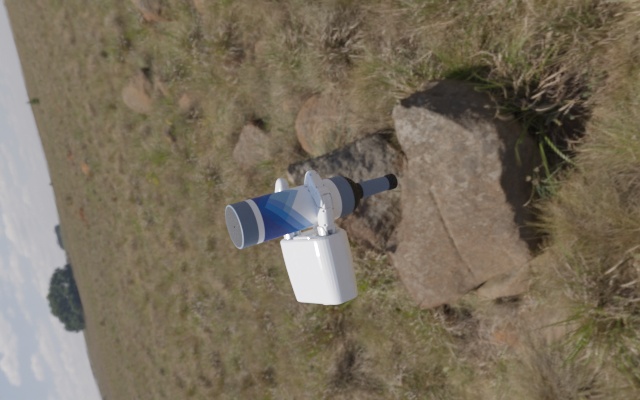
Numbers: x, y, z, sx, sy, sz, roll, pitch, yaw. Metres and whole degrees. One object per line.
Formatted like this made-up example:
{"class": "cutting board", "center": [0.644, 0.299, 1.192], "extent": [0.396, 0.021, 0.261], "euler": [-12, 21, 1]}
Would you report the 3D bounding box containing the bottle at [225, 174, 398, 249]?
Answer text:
{"class": "bottle", "center": [0.000, 0.002, 0.758], "extent": [0.295, 0.069, 0.069], "euler": [-16, 8, -28]}
